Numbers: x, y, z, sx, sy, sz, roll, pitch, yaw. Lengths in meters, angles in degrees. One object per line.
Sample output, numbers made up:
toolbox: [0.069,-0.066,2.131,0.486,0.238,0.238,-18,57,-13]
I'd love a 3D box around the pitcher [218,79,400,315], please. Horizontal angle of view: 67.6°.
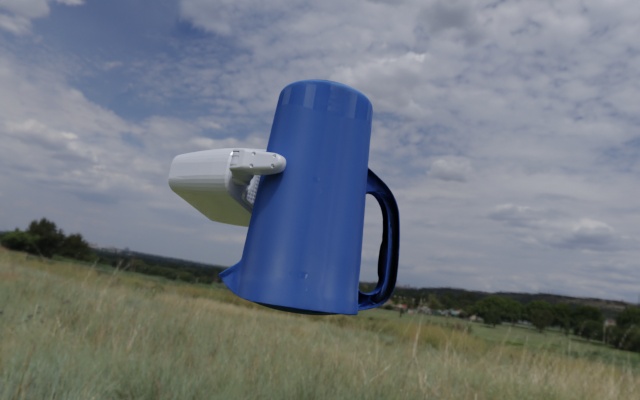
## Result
pitcher: [0.000,0.002,0.524,0.145,0.242,0.149,1,-13,36]
